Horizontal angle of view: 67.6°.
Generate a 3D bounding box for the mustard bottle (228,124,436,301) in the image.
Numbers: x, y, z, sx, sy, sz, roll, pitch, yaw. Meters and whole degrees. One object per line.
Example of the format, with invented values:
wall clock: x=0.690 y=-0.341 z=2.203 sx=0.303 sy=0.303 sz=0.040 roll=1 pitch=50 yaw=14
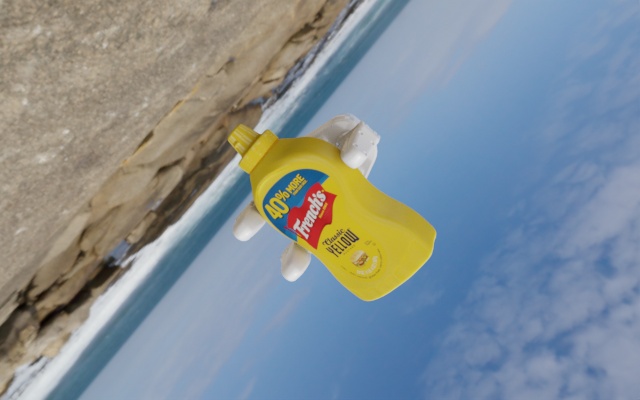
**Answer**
mustard bottle: x=0.000 y=0.002 z=0.415 sx=0.096 sy=0.191 sz=0.058 roll=-45 pitch=8 yaw=39
